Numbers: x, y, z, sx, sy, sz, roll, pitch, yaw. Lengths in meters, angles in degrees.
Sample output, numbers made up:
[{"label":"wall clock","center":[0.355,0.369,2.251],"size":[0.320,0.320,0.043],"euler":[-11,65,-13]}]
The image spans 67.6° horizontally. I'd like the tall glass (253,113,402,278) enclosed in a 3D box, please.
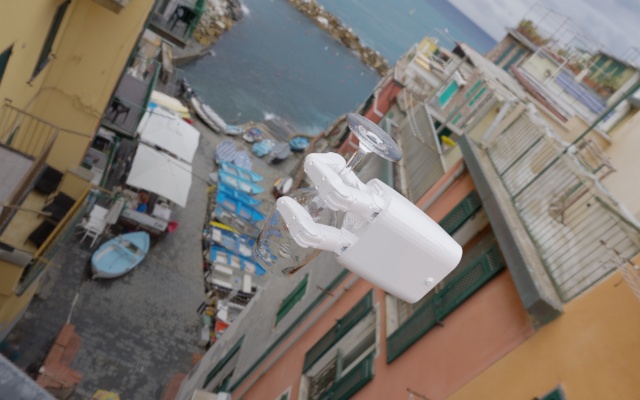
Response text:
[{"label":"tall glass","center":[0.000,0.001,0.542],"size":[0.079,0.079,0.201],"euler":[0,-44,-52]}]
